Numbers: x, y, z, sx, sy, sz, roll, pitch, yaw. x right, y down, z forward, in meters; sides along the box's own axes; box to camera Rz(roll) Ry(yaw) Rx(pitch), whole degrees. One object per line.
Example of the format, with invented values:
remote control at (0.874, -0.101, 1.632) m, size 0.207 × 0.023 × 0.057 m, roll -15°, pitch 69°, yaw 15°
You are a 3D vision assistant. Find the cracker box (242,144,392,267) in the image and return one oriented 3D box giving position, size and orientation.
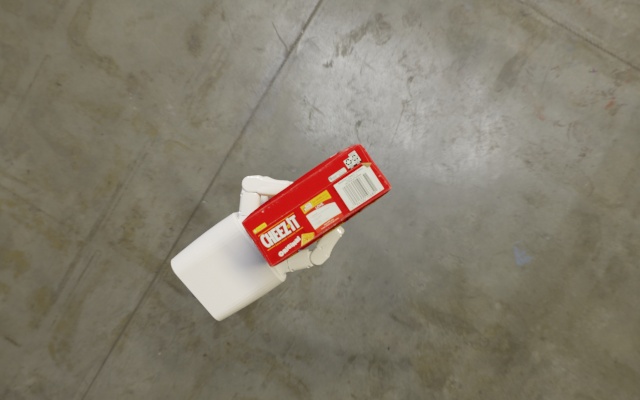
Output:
cracker box at (0.000, 0.002, 0.631) m, size 0.164 × 0.072 × 0.213 m, roll -34°, pitch 0°, yaw 4°
